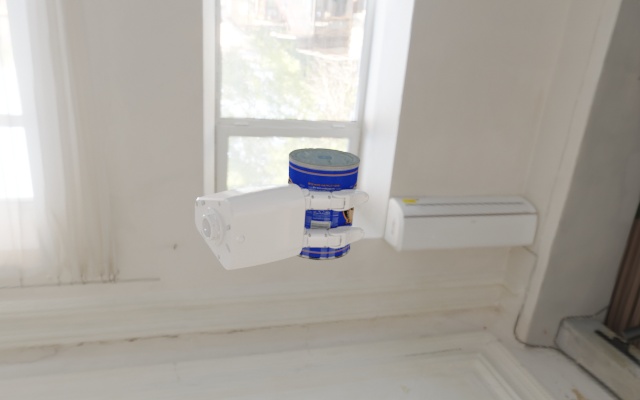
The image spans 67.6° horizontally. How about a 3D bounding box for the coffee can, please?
[{"bbox_3d":[0.000,0.002,0.703,0.103,0.140,0.102,4,19,-2],"label":"coffee can"}]
